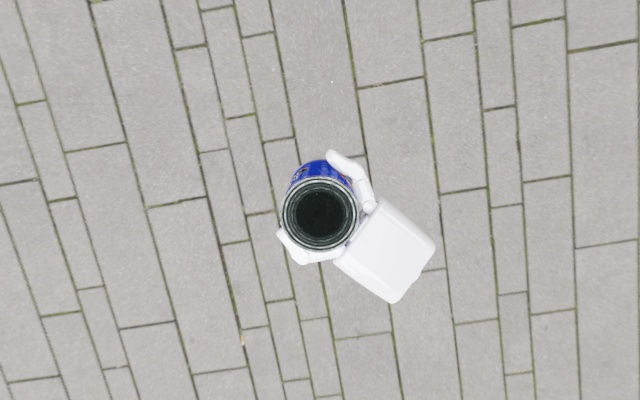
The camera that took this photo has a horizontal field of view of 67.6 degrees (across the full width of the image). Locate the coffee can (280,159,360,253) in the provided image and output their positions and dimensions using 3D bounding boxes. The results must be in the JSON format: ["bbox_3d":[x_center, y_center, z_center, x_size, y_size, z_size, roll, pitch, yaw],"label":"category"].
[{"bbox_3d":[0.000,0.002,0.676,0.103,0.103,0.140,0,14,1],"label":"coffee can"}]
